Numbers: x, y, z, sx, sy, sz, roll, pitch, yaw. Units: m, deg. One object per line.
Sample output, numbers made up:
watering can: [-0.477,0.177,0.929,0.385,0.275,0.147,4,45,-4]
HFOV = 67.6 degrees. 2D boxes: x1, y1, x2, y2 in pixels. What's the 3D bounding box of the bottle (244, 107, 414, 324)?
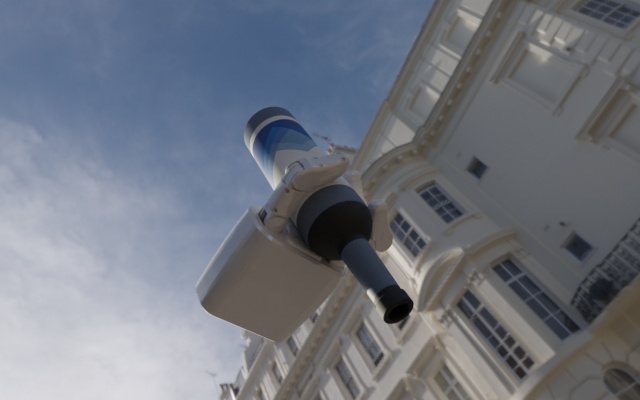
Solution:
bottle: [0.000,0.001,0.471,0.069,0.069,0.295,0,35,-30]
